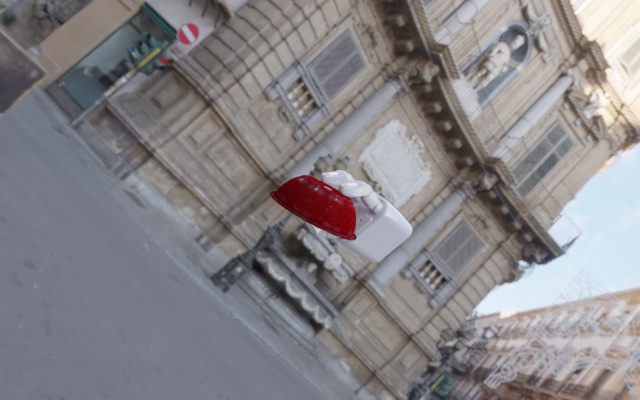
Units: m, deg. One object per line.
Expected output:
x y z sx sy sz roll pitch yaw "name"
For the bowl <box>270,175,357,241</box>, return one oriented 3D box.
0.000 0.002 0.783 0.162 0.055 0.162 28 7 -4 "bowl"
